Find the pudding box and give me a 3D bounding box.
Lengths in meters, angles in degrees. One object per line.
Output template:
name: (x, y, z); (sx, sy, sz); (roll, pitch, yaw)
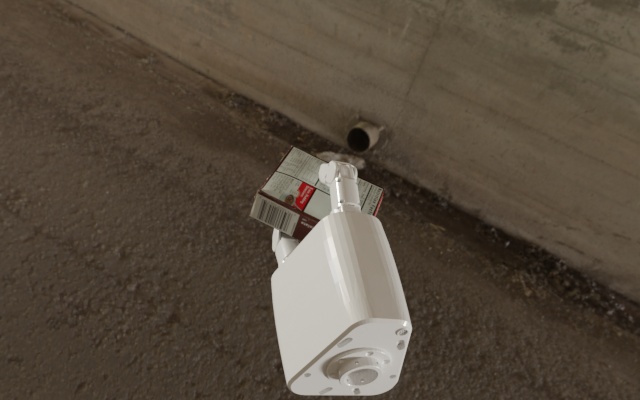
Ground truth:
pudding box: (0.000, 0.001, 0.478); (0.113, 0.039, 0.090); (27, 41, 3)
